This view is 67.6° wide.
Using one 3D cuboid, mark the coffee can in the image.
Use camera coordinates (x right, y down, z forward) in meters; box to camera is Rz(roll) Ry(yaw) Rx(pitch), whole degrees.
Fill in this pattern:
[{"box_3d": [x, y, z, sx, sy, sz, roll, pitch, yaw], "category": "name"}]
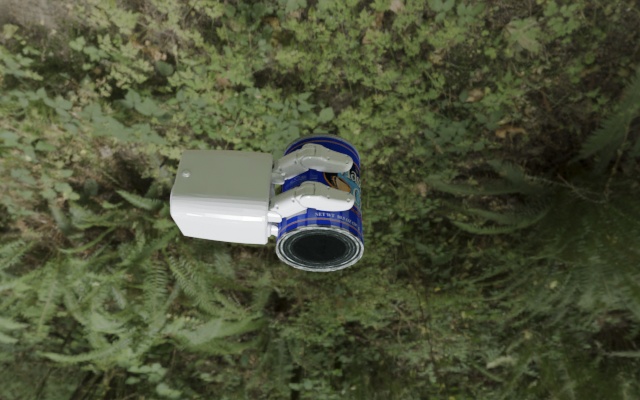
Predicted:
[{"box_3d": [0.000, 0.002, 0.592, 0.103, 0.140, 0.103, 1, -36, 0], "category": "coffee can"}]
